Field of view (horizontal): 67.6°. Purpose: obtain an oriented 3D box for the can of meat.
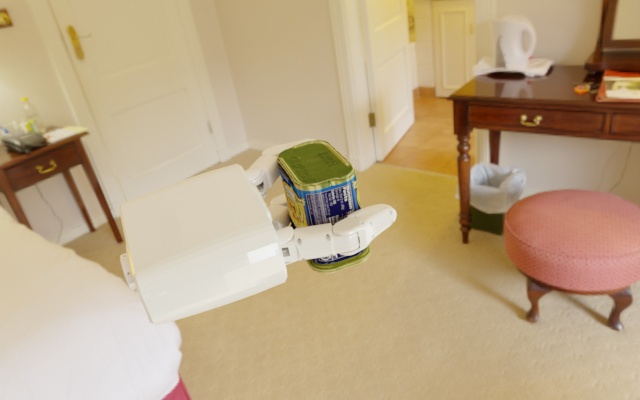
[{"bbox_3d":[0.000,0.001,0.430,0.057,0.084,0.102,-17,28,-12],"label":"can of meat"}]
